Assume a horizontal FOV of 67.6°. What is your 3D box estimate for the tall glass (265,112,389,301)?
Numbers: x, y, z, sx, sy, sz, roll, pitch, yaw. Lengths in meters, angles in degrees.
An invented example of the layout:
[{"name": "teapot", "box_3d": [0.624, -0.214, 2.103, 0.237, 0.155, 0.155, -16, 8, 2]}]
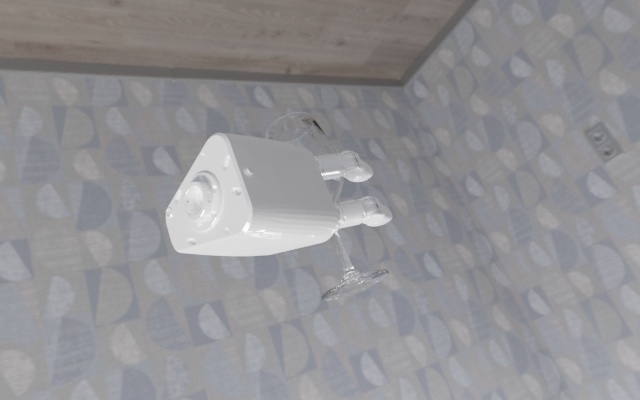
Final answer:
[{"name": "tall glass", "box_3d": [0.000, 0.002, 0.520, 0.079, 0.201, 0.079, -19, -22, -8]}]
